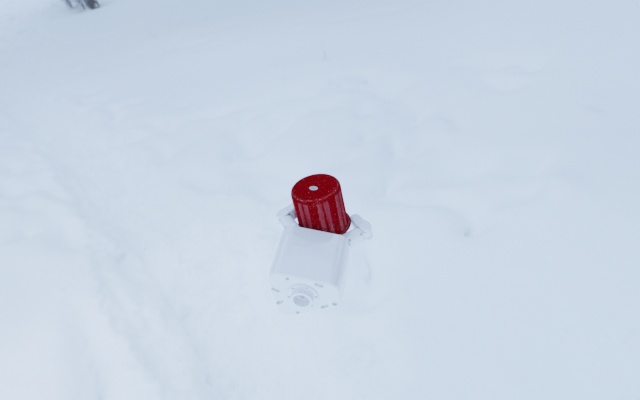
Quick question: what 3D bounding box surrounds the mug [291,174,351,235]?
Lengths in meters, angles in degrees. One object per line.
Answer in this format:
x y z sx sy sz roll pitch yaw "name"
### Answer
0.000 0.002 0.793 0.093 0.082 0.117 -4 36 13 "mug"
